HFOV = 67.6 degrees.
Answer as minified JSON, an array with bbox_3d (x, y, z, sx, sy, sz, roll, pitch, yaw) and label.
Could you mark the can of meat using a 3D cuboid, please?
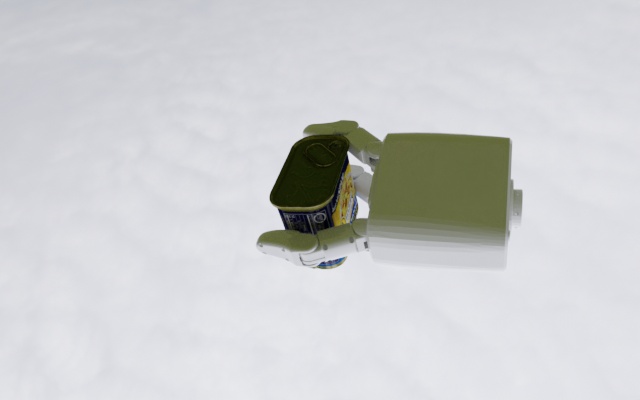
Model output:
[{"bbox_3d":[0.000,0.002,0.450,0.057,0.084,0.102,0,43,18],"label":"can of meat"}]
